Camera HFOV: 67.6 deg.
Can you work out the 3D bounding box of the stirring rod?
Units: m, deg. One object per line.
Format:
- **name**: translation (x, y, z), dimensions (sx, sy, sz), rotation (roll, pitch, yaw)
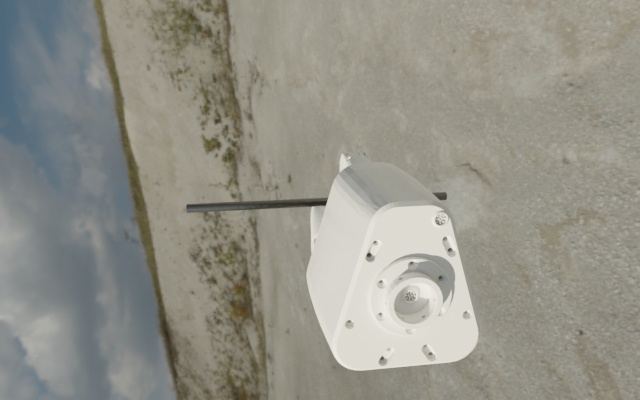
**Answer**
- **stirring rod**: translation (0.000, 0.001, 0.441), dimensions (0.239, 0.011, 0.011), rotation (-3, 0, -7)
